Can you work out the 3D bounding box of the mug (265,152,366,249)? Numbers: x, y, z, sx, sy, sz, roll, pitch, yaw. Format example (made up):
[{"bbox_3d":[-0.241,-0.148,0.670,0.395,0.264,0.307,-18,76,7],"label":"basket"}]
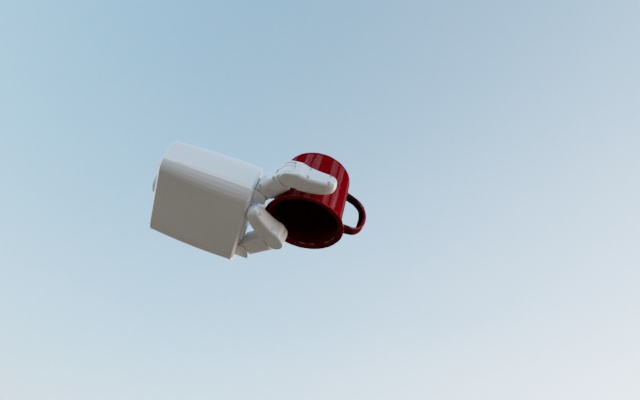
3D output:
[{"bbox_3d":[0.002,0.002,0.566,0.117,0.081,0.093,21,-41,-5],"label":"mug"}]
